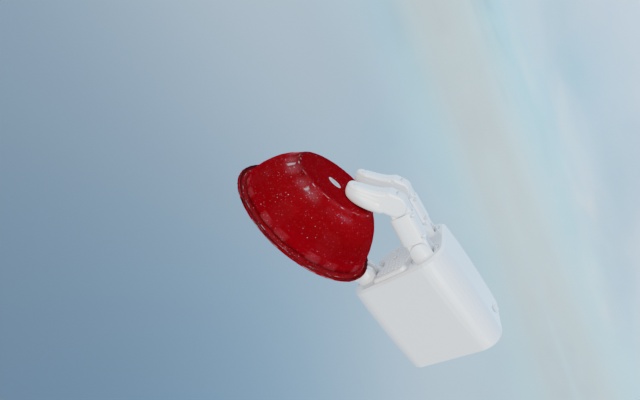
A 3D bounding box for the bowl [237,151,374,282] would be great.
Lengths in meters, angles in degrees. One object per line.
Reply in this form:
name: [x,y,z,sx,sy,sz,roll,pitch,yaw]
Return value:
bowl: [-0.001,0.000,0.475,0.162,0.055,0.162,33,23,-16]
